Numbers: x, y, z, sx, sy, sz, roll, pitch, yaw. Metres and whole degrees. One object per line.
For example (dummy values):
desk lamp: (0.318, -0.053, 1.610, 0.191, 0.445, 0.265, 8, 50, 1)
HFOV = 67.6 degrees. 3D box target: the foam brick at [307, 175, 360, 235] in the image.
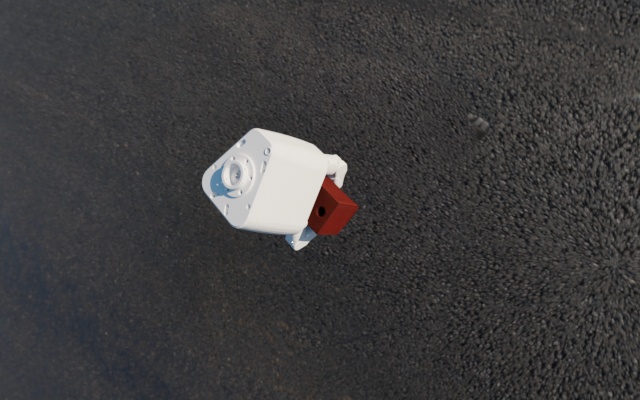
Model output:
foam brick: (0.000, 0.002, 0.632, 0.078, 0.053, 0.051, 45, 20, 28)
